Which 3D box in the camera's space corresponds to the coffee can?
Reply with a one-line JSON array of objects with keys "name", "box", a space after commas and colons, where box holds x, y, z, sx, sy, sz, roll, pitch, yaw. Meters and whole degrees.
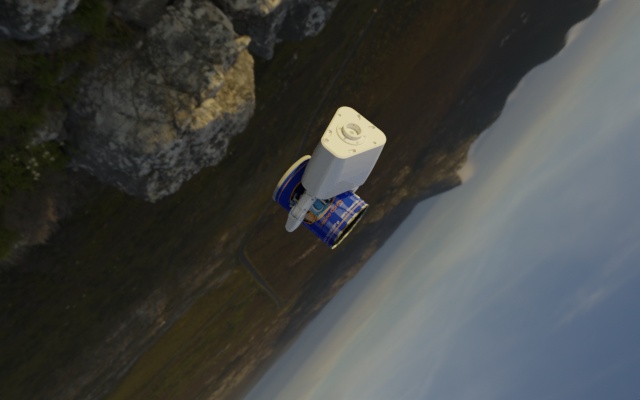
[{"name": "coffee can", "box": [0.000, 0.003, 0.848, 0.140, 0.103, 0.103, 40, 8, 10]}]
